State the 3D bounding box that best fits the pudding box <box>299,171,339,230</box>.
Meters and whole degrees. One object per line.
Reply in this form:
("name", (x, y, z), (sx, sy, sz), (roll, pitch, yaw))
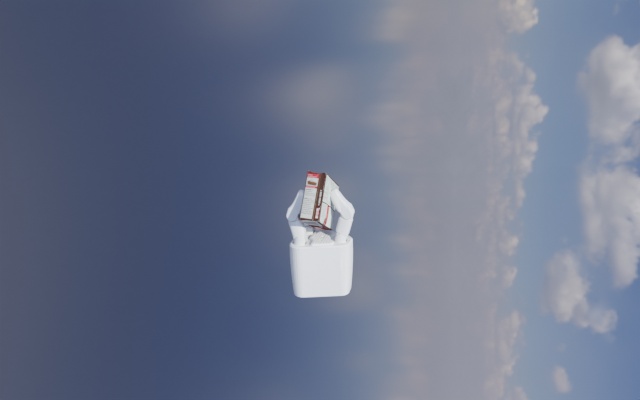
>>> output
("pudding box", (0.000, 0.003, 0.867), (0.039, 0.090, 0.113), (6, -9, 14))
